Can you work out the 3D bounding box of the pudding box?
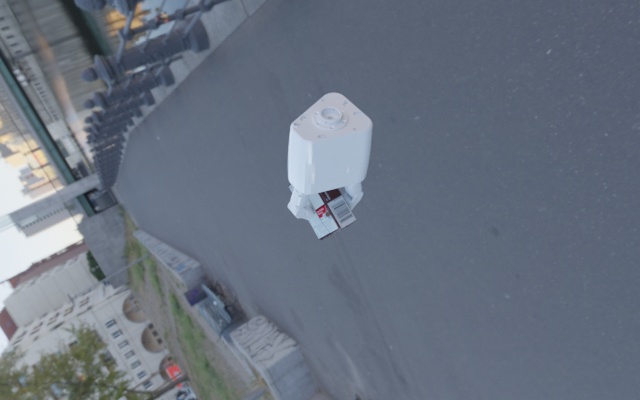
[{"bbox_3d":[0.000,0.003,0.786,0.039,0.113,0.090,-28,-4,-26],"label":"pudding box"}]
